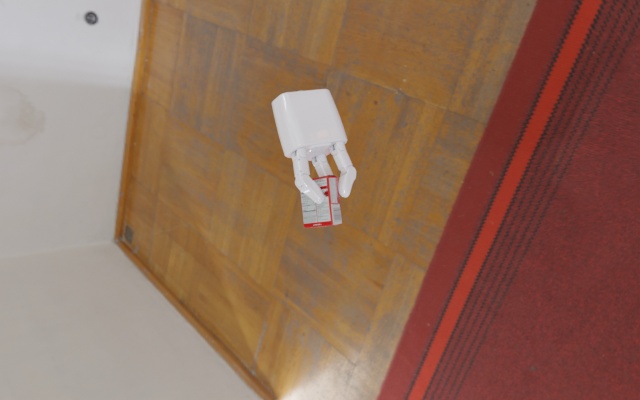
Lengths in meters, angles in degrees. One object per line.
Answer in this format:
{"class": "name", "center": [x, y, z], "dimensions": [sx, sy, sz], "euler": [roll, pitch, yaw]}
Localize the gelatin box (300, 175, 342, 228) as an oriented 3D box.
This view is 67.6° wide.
{"class": "gelatin box", "center": [0.000, 0.003, 0.859], "dimensions": [0.073, 0.089, 0.030], "euler": [-8, -4, 43]}
